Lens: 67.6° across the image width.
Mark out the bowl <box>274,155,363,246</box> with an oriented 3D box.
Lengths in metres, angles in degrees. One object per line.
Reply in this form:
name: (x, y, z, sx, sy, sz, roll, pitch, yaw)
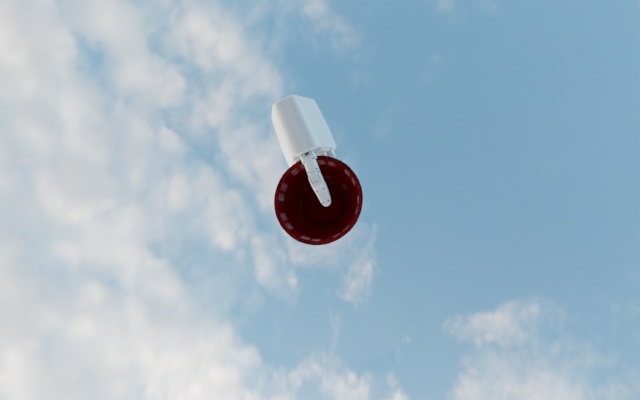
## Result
bowl: (0.000, 0.004, 0.868, 0.162, 0.162, 0.055, 0, -10, 13)
